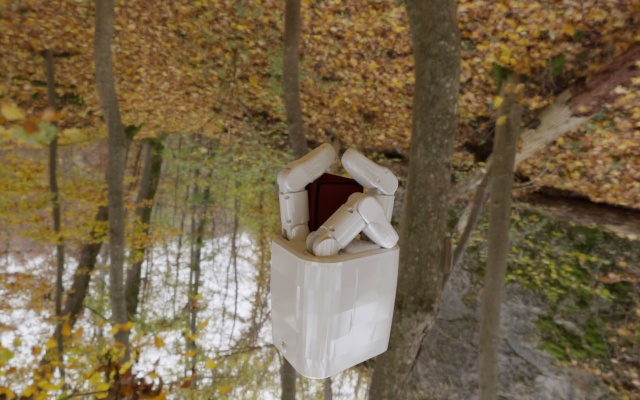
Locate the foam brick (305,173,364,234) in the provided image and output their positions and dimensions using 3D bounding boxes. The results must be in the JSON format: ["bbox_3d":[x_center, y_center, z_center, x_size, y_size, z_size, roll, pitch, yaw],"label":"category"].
[{"bbox_3d":[0.000,0.001,0.475,0.053,0.051,0.078,-2,10,-27],"label":"foam brick"}]
